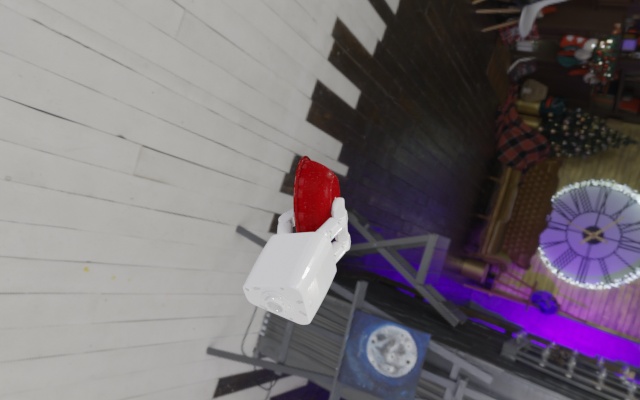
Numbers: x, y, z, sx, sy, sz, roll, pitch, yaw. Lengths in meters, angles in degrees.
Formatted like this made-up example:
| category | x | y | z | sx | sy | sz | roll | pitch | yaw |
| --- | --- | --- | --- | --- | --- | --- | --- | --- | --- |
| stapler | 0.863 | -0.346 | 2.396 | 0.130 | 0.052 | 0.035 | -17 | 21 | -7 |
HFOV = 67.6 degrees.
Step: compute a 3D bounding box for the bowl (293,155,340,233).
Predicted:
| category | x | y | z | sx | sy | sz | roll | pitch | yaw |
| --- | --- | --- | --- | --- | --- | --- | --- | --- | --- |
| bowl | 0.001 | 0.002 | 0.827 | 0.055 | 0.162 | 0.162 | -1 | 0 | 12 |
